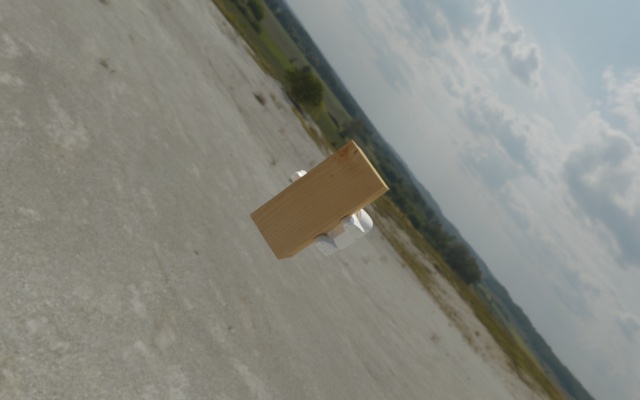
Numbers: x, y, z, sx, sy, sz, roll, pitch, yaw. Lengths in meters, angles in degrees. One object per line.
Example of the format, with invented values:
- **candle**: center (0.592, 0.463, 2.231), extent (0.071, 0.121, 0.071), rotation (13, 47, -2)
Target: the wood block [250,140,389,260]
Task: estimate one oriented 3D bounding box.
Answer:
- **wood block**: center (0.000, 0.002, 0.793), extent (0.206, 0.091, 0.090), rotation (-36, -10, 9)
